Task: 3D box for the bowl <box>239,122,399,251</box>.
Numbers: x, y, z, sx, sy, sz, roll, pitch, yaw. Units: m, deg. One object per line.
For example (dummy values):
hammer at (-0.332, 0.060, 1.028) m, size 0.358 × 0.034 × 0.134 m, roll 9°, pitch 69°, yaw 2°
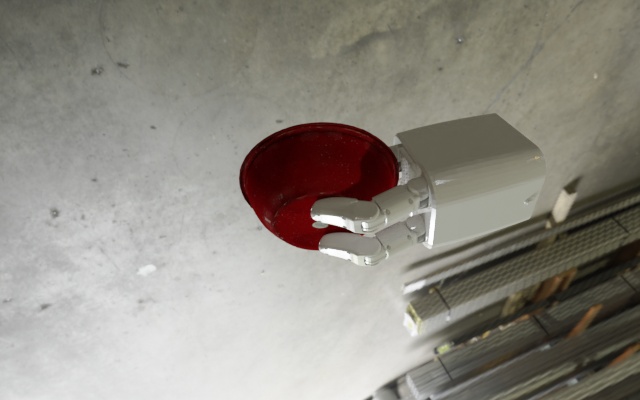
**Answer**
bowl at (-0.001, 0.002, 0.466) m, size 0.162 × 0.055 × 0.162 m, roll -2°, pitch -39°, yaw -1°
